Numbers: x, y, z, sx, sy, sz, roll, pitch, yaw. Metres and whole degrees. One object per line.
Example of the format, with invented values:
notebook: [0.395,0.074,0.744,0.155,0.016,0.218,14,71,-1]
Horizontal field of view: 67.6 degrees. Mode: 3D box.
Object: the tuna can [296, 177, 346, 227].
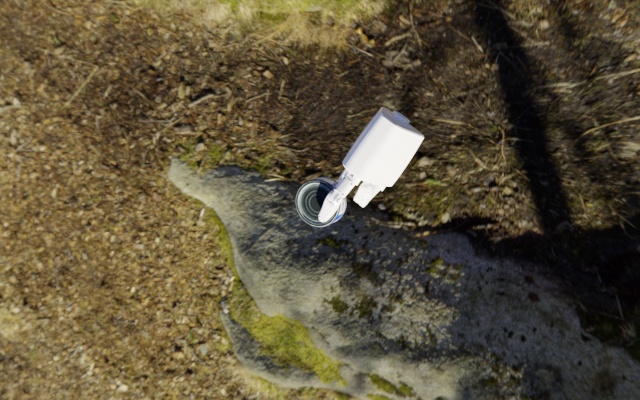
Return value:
tuna can: [0.000,0.003,0.837,0.086,0.086,0.033,0,11,24]
